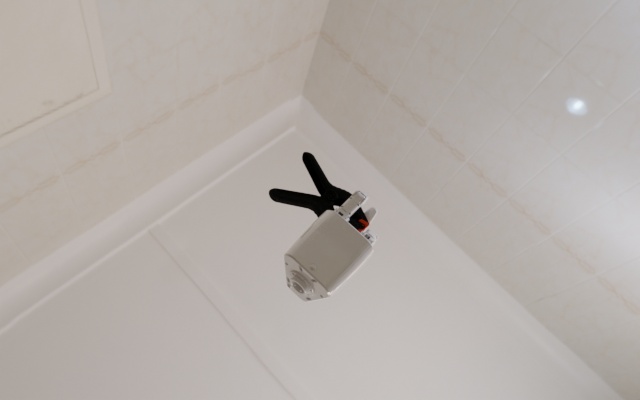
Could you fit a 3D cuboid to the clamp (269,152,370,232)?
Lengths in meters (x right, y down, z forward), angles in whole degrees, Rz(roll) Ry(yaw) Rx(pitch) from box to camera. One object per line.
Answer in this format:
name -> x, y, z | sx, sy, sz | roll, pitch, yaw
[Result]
clamp -> 0.000, 0.003, 0.799 | 0.120, 0.171, 0.039 | -43, -11, -30
